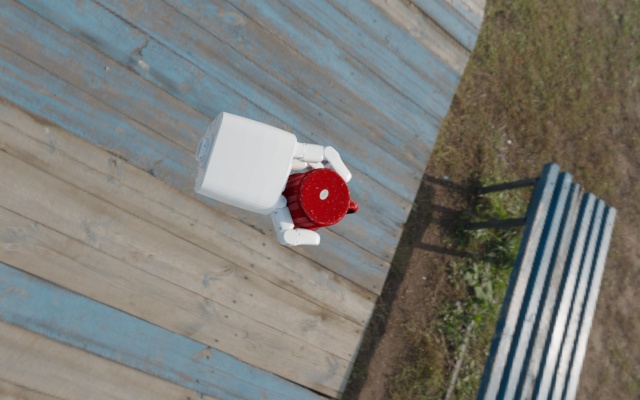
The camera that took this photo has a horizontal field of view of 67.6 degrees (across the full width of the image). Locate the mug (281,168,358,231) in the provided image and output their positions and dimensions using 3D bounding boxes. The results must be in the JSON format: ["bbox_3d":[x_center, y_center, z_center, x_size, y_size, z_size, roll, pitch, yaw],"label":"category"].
[{"bbox_3d":[0.001,0.003,0.687,0.117,0.093,0.081,16,-14,-24],"label":"mug"}]
